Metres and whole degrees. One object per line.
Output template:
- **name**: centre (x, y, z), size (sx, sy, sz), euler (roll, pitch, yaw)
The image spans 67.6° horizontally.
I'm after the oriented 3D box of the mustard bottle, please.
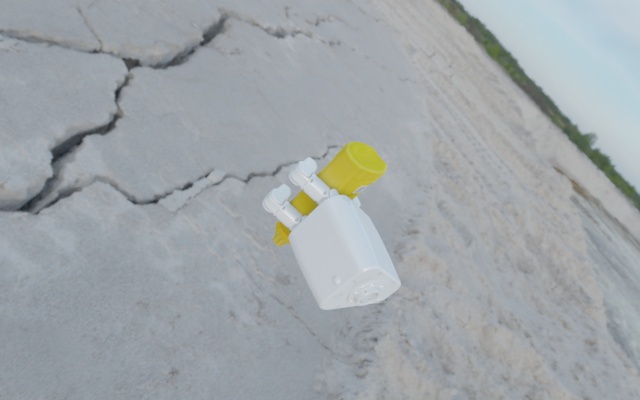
- **mustard bottle**: centre (0.000, 0.002, 0.656), size (0.192, 0.058, 0.096), euler (-43, -13, 26)
